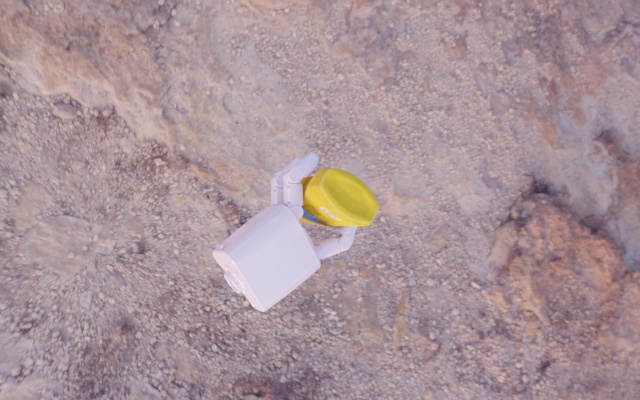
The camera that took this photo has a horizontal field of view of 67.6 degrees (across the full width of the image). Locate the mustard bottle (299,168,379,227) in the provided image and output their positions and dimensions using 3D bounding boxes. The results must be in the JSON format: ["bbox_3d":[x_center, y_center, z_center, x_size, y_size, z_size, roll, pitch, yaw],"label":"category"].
[{"bbox_3d":[0.000,0.002,0.707,0.096,0.058,0.191,35,-18,-19],"label":"mustard bottle"}]
